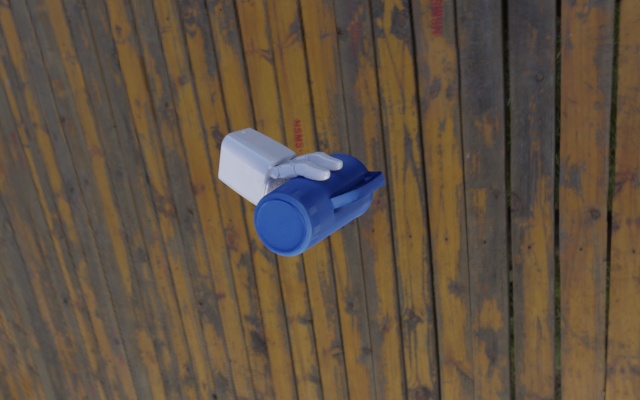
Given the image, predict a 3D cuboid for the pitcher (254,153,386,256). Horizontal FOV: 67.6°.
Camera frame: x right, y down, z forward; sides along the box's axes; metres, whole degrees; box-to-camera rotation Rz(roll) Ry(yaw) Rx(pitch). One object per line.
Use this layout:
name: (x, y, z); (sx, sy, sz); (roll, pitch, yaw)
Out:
pitcher: (0.000, 0.003, 0.837); (0.145, 0.149, 0.242); (33, 29, 15)
